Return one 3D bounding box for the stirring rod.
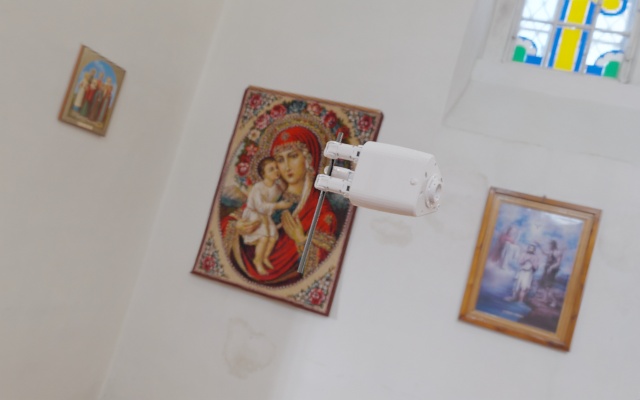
[{"bbox_3d":[0.000,0.003,0.788,0.011,0.239,0.011,16,-3,1],"label":"stirring rod"}]
